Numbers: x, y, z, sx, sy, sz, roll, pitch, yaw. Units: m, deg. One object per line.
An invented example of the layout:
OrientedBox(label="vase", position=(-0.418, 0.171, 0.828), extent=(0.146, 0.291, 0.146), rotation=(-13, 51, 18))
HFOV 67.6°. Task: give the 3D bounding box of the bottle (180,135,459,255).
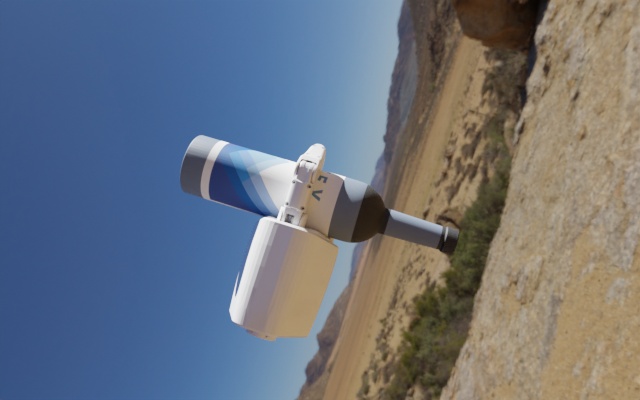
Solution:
OrientedBox(label="bottle", position=(0.000, 0.002, 0.512), extent=(0.295, 0.069, 0.069), rotation=(17, 2, 6))
